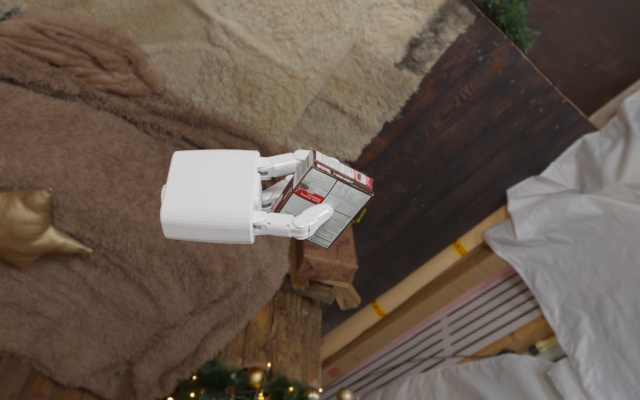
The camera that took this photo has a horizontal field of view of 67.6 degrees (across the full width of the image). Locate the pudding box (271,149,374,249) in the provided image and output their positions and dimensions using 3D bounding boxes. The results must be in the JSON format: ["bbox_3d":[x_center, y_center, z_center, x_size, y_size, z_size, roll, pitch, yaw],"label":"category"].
[{"bbox_3d":[0.000,0.002,0.607,0.090,0.039,0.113,25,-53,-19],"label":"pudding box"}]
